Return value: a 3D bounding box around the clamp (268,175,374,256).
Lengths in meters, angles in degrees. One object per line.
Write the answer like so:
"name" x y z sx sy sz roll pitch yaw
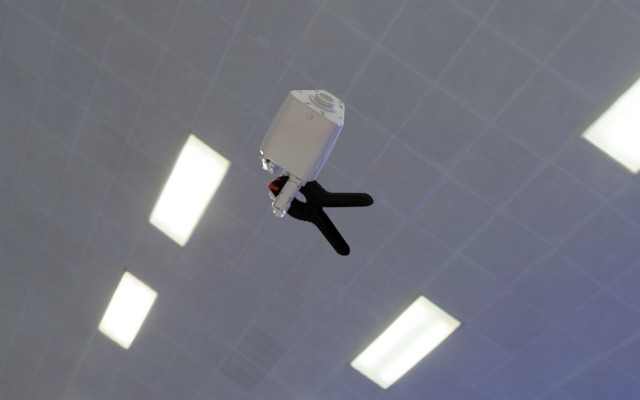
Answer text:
"clamp" 0.000 0.002 0.764 0.171 0.120 0.039 34 28 4
